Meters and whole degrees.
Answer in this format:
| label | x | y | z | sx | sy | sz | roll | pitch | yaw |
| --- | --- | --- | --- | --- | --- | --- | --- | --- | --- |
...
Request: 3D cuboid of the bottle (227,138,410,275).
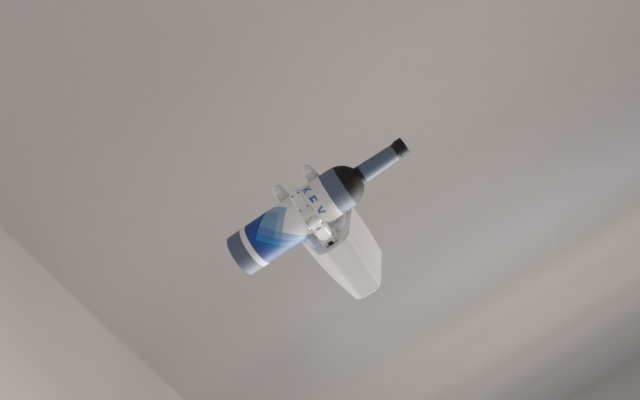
| label | x | y | z | sx | sy | sz | roll | pitch | yaw |
| --- | --- | --- | --- | --- | --- | --- | --- | --- | --- |
| bottle | 0.000 | 0.002 | 0.703 | 0.296 | 0.069 | 0.069 | -34 | -4 | 6 |
